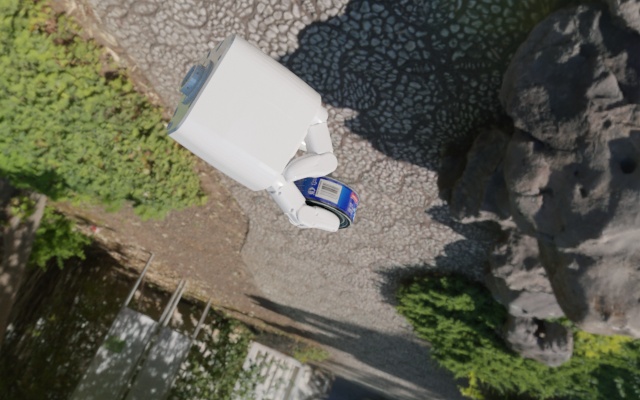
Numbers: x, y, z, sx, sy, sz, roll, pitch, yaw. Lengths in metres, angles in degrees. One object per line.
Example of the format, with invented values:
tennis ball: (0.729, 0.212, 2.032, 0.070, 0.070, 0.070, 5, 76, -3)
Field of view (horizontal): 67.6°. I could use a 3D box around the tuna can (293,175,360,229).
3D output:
tuna can: (0.000, 0.002, 0.552, 0.086, 0.033, 0.086, 15, -20, 6)
